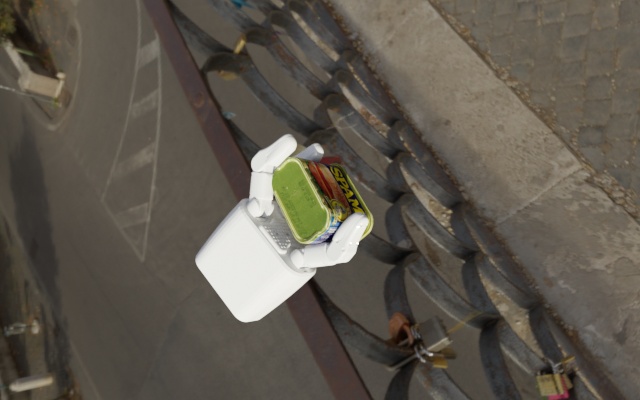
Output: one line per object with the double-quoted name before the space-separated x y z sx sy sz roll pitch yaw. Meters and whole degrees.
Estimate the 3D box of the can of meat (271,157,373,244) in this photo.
"can of meat" 0.000 0.002 0.542 0.057 0.102 0.084 -42 -27 27
